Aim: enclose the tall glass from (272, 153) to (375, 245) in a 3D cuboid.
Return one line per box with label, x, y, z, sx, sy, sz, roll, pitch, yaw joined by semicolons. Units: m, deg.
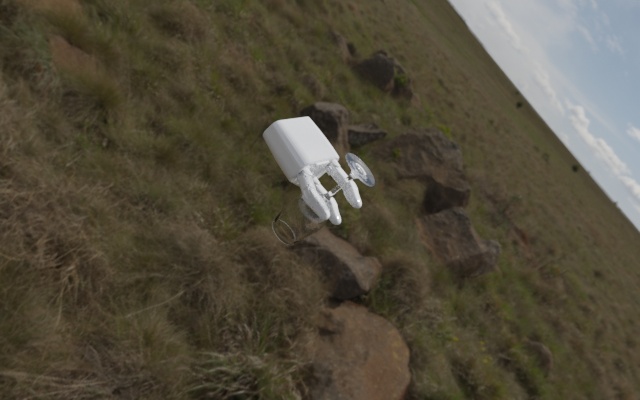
tall glass;0.001;0.003;0.874;0.201;0.079;0.079;-40;-19;24
